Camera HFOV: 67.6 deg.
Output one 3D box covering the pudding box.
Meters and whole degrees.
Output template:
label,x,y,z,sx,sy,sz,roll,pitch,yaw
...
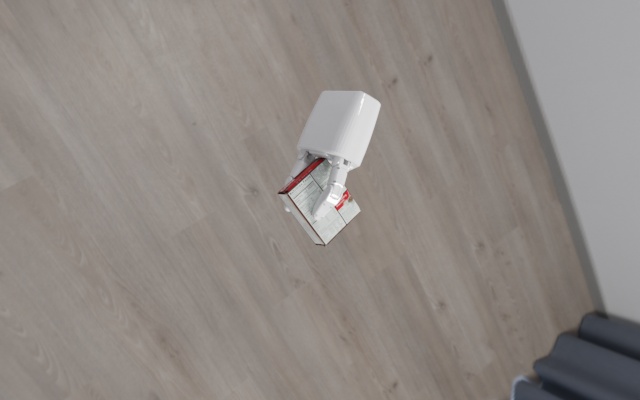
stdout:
label,x,y,z,sx,sy,sz,roll,pitch,yaw
pudding box,0.000,0.002,0.753,0.090,0.113,0.039,-43,19,-20
